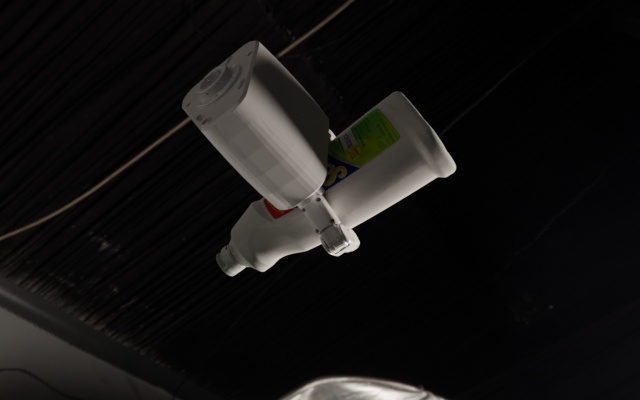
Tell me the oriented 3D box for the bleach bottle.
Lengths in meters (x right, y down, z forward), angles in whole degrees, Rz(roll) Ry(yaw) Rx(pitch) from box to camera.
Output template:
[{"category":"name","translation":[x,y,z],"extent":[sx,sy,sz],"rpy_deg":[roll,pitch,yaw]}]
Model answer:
[{"category":"bleach bottle","translation":[0.000,0.001,0.475],"extent":[0.251,0.102,0.068],"rpy_deg":[-36,-53,12]}]
